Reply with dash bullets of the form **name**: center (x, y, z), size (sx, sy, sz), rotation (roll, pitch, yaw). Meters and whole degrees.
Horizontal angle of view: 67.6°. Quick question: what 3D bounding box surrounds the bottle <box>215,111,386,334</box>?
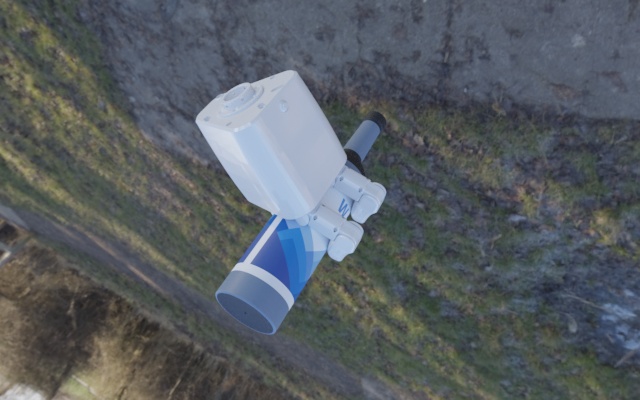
- **bottle**: center (0.000, 0.002, 0.519), size (0.069, 0.295, 0.069), rotation (23, -34, 17)
